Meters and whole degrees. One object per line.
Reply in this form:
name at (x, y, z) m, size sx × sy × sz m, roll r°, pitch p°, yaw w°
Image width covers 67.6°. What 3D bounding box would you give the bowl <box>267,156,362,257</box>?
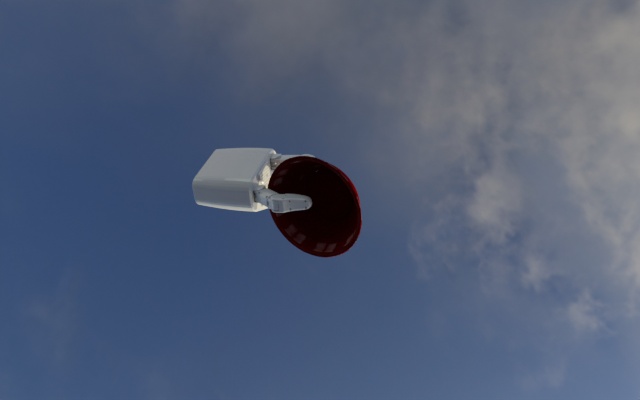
bowl at (0.001, 0.003, 0.720) m, size 0.162 × 0.162 × 0.055 m, roll 0°, pitch 22°, yaw 33°
